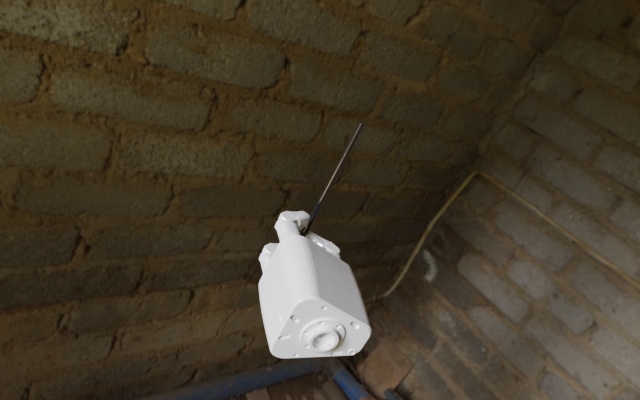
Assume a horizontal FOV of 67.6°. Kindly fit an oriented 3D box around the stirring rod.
[{"bbox_3d":[0.000,0.002,0.635,0.011,0.240,0.011,23,24,-11],"label":"stirring rod"}]
